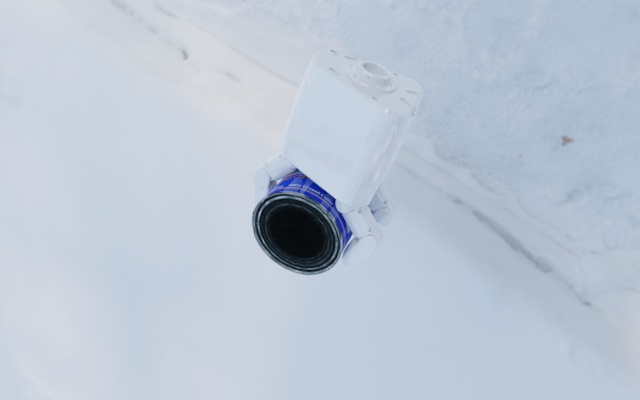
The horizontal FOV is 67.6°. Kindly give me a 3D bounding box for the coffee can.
[{"bbox_3d":[0.000,0.002,0.545,0.103,0.103,0.140,0,30,25],"label":"coffee can"}]
